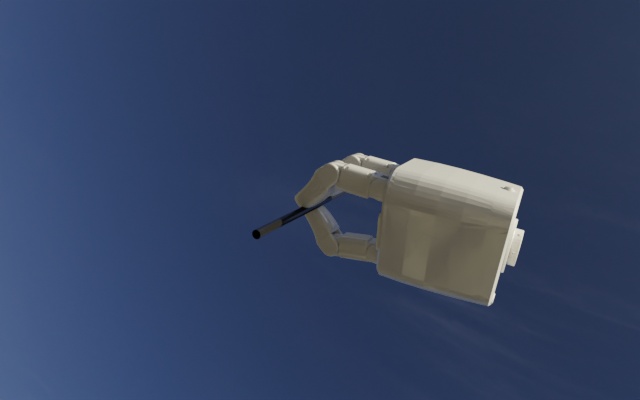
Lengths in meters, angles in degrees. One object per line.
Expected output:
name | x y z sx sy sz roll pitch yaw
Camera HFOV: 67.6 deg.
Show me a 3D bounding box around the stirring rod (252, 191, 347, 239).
stirring rod | 0.000 0.002 0.488 0.011 0.011 0.239 0 12 26
